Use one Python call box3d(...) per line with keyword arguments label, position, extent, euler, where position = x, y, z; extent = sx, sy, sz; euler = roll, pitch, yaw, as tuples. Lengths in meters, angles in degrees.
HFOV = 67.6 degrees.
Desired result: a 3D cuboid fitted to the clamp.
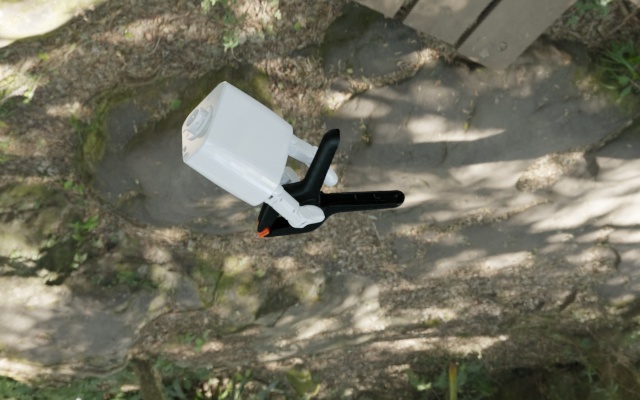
box3d(label="clamp", position=(0.000, 0.003, 0.657), extent=(0.210, 0.036, 0.165), euler=(-34, -50, 31))
